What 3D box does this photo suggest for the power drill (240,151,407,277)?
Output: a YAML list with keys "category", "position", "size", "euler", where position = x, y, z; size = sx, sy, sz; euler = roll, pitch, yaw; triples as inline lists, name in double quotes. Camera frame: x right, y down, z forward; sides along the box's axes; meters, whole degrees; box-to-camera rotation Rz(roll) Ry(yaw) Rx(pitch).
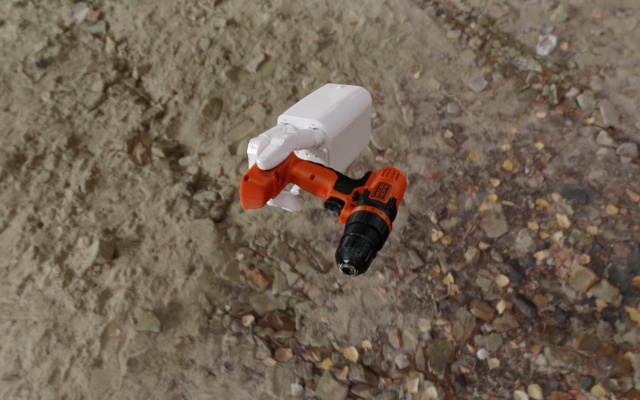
- category: "power drill"
  position: [0.000, 0.002, 0.587]
  size: [0.187, 0.057, 0.184]
  euler: [19, 40, 13]
